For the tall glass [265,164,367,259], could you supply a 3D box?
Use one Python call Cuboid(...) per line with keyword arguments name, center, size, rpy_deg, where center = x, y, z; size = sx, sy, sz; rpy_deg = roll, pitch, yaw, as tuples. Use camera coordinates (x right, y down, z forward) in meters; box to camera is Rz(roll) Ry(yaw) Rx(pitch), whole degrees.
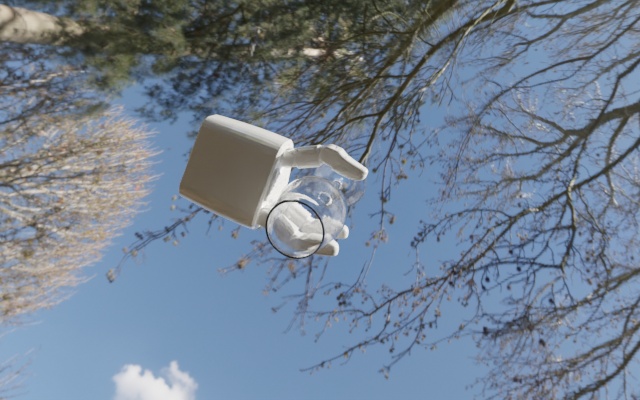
Cuboid(name="tall glass", center=(0.000, 0.002, 0.561), size=(0.079, 0.079, 0.201), rpy_deg=(0, 16, 16))
